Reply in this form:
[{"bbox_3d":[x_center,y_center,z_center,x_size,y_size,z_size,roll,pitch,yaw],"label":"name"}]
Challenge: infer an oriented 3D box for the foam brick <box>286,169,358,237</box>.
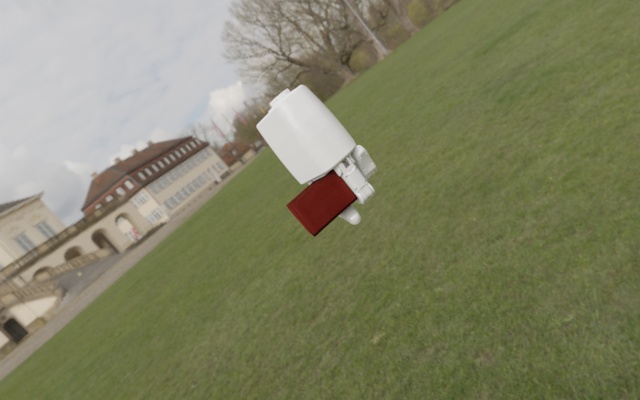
[{"bbox_3d":[0.000,0.002,0.644,0.078,0.051,0.053,-42,10,-8],"label":"foam brick"}]
